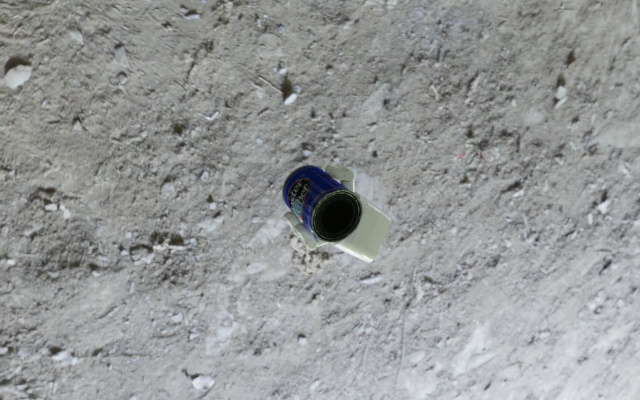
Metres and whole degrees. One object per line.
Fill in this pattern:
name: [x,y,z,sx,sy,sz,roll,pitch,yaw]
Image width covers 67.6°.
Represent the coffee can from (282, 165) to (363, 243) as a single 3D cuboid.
coffee can: [0.000,0.003,0.899,0.103,0.103,0.140,0,22,-28]
